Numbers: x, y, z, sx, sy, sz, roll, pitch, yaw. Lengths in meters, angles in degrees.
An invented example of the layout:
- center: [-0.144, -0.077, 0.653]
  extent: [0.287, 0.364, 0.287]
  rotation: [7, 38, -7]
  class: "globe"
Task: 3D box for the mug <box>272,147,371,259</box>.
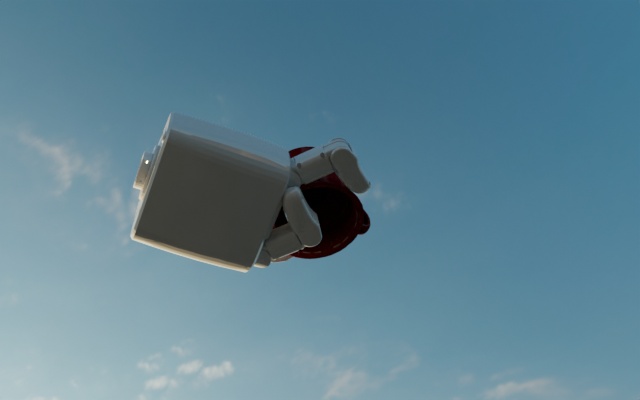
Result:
- center: [0.001, 0.002, 0.490]
  extent: [0.117, 0.093, 0.081]
  rotation: [18, 30, -23]
  class: "mug"
